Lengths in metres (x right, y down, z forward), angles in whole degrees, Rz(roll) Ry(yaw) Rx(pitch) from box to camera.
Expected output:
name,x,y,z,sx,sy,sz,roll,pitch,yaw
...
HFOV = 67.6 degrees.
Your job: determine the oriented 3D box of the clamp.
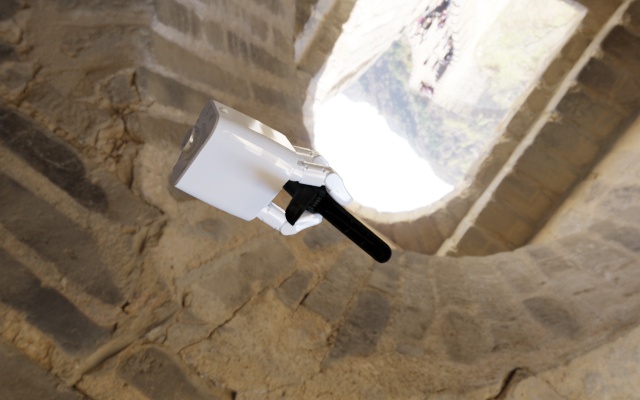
name,x,y,z,sx,sy,sz,roll,pitch,yaw
clamp,-0.001,0.002,0.628,0.164,0.036,0.210,29,15,-30
